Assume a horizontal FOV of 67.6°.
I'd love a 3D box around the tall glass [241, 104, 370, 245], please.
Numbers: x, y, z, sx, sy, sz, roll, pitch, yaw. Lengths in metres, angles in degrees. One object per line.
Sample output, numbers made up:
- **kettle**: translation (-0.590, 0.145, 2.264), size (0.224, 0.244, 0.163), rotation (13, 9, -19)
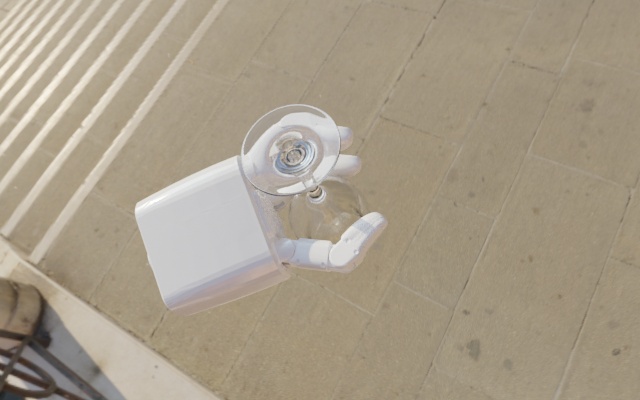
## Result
- **tall glass**: translation (0.000, 0.001, 0.426), size (0.079, 0.079, 0.201), rotation (0, -23, 14)
